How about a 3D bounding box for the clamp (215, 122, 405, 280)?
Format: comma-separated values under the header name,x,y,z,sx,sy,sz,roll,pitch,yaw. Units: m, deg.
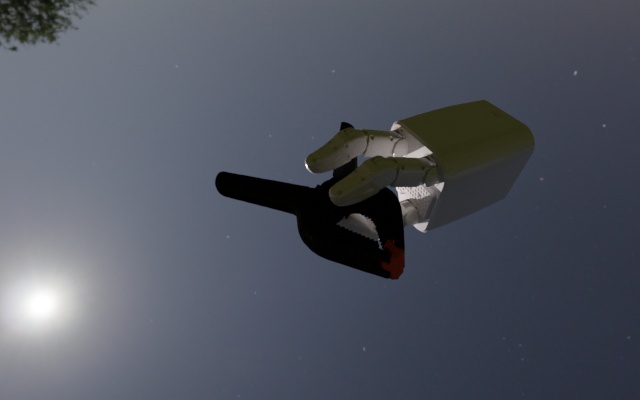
name,x,y,z,sx,sy,sz,roll,pitch,yaw
clamp,0.001,0.002,0.446,0.164,0.036,0.210,-21,42,-13
